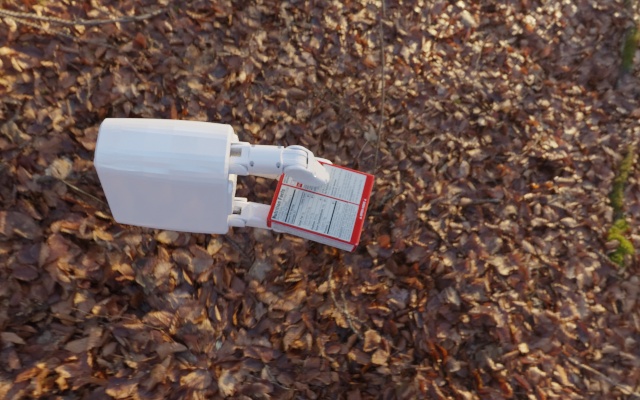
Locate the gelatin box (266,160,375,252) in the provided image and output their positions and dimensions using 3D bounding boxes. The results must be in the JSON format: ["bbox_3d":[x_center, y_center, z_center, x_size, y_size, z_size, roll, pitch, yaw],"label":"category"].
[{"bbox_3d":[0.000,0.001,0.459,0.089,0.073,0.030,15,-20,1],"label":"gelatin box"}]
